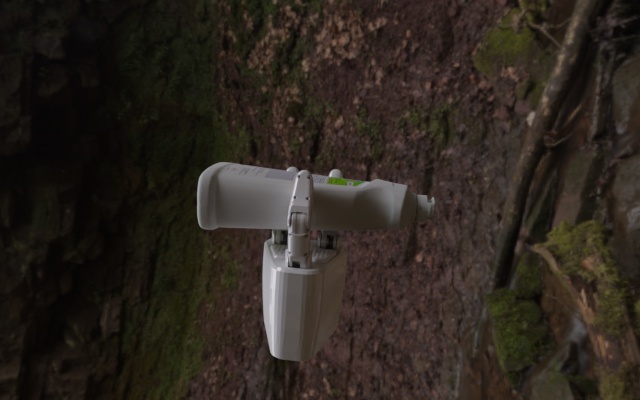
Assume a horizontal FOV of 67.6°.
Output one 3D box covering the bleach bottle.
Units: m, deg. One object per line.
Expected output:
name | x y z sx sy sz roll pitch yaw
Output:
bleach bottle | 0.000 0.002 0.533 0.251 0.068 0.102 5 15 4
